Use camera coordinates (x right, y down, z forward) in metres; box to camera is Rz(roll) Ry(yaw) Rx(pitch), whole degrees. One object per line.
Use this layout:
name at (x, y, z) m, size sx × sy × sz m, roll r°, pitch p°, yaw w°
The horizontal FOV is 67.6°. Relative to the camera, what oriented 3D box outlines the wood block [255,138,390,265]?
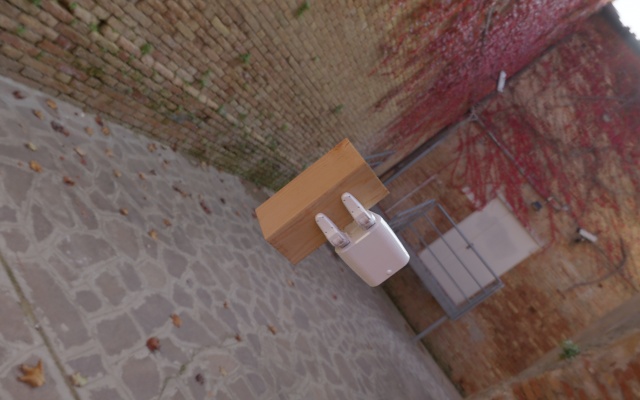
wood block at (0.000, 0.003, 0.824) m, size 0.090 × 0.206 × 0.090 m, roll 47°, pitch 9°, yaw -37°
